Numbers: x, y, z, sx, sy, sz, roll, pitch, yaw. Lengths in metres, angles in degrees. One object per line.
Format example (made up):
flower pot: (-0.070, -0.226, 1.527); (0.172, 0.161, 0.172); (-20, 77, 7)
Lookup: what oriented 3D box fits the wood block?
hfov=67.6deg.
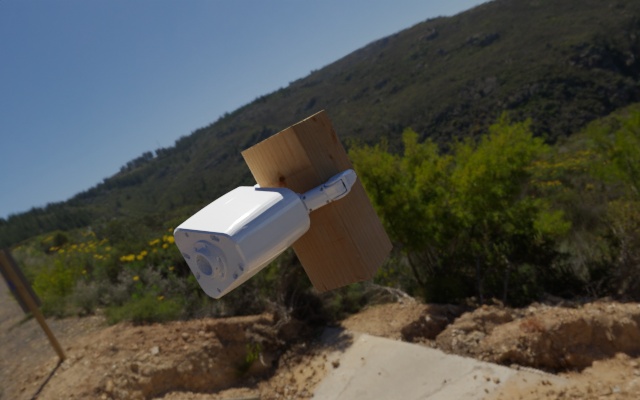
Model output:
wood block: (0.000, 0.002, 0.619); (0.091, 0.206, 0.090); (-22, 11, 32)
